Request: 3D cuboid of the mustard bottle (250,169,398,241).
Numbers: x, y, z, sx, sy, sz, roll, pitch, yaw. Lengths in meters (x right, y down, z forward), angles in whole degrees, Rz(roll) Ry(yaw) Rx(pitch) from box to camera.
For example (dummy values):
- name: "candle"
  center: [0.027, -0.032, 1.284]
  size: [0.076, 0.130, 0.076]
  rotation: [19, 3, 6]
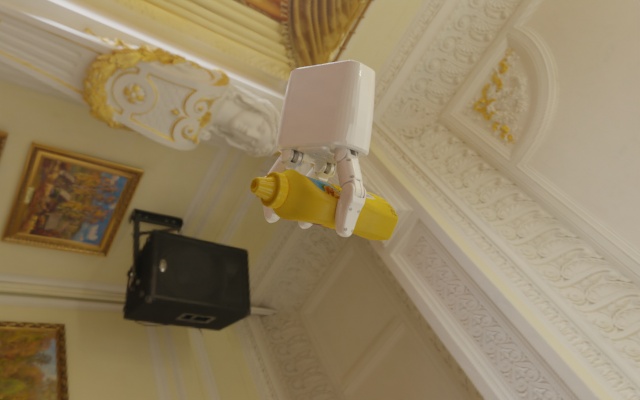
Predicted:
- name: "mustard bottle"
  center: [0.000, 0.002, 0.583]
  size: [0.192, 0.058, 0.096]
  rotation: [16, 12, -38]
